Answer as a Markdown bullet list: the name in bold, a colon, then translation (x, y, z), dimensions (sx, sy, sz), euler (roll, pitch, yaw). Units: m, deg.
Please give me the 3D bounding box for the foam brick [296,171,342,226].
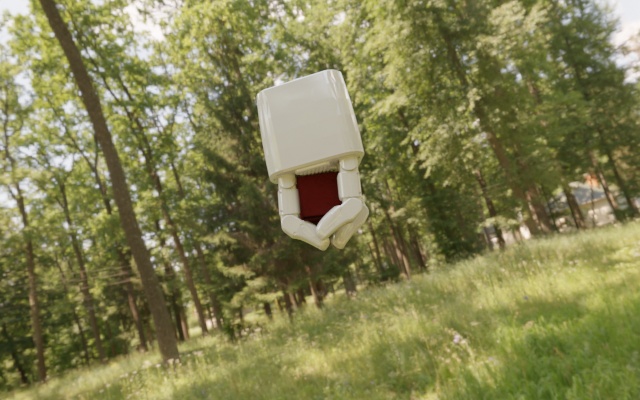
- **foam brick**: translation (0.000, 0.002, 0.579), dimensions (0.053, 0.051, 0.078), euler (-9, -12, -6)
